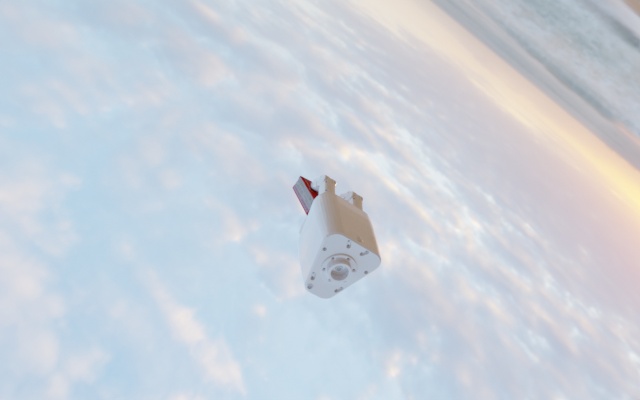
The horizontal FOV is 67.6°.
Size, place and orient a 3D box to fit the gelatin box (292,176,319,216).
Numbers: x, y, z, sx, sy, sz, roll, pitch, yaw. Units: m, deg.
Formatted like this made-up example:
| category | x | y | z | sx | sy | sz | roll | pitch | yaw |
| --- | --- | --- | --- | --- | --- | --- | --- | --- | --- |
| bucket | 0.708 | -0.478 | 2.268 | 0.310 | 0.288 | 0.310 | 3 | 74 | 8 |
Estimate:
| category | x | y | z | sx | sy | sz | roll | pitch | yaw |
| --- | --- | --- | --- | --- | --- | --- | --- | --- | --- |
| gelatin box | 0.000 | 0.003 | 0.797 | 0.073 | 0.030 | 0.089 | 25 | 20 | -33 |
